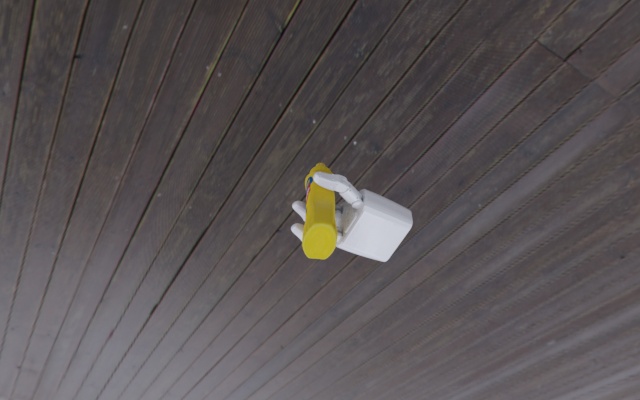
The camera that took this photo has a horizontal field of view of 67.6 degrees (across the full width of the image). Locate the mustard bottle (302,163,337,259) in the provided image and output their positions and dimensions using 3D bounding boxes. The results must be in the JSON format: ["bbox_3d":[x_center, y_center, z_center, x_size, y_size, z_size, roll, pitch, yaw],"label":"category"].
[{"bbox_3d":[0.000,0.003,0.852,0.058,0.191,0.096,4,-43,-3],"label":"mustard bottle"}]
